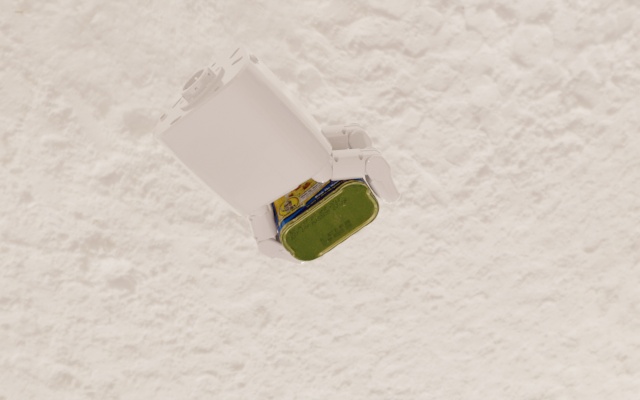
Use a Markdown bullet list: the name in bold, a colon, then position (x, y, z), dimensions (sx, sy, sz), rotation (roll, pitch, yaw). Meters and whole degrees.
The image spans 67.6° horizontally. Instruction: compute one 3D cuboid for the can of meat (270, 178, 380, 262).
- **can of meat**: position (0.000, 0.002, 0.473), dimensions (0.102, 0.057, 0.084), rotation (-36, 32, 7)
